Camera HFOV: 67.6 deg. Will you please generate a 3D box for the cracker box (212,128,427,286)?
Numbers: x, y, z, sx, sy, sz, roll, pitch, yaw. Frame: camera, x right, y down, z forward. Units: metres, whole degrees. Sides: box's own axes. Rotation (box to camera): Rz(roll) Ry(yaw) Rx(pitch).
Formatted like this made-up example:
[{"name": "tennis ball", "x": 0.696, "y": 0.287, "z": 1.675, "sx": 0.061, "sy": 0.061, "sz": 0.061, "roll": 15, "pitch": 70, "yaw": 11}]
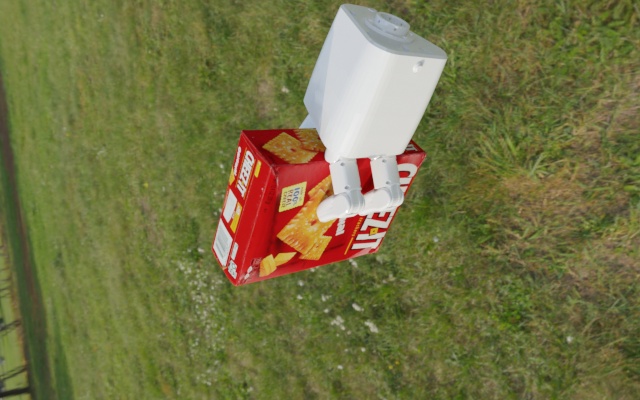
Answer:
[{"name": "cracker box", "x": 0.000, "y": 0.002, "z": 0.541, "sx": 0.213, "sy": 0.164, "sz": 0.072, "roll": -8, "pitch": 44, "yaw": -36}]
